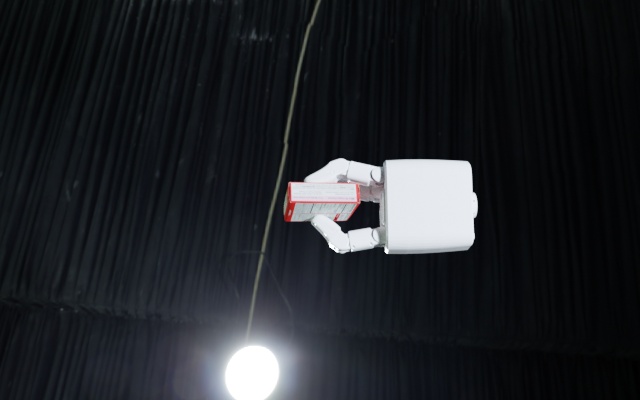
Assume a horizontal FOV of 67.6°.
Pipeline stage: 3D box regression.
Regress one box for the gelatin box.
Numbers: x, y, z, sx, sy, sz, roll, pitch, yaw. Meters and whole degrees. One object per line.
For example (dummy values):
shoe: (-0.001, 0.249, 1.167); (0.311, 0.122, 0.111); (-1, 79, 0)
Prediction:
gelatin box: (0.000, 0.002, 0.610); (0.089, 0.030, 0.073); (0, -20, -9)
